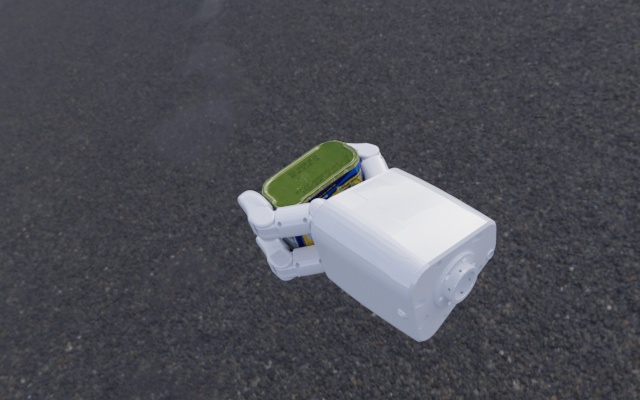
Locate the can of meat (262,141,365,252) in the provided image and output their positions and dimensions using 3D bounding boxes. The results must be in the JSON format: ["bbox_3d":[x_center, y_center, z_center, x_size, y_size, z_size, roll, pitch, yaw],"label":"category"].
[{"bbox_3d":[0.000,0.001,0.470,0.102,0.084,0.057,-37,46,-18],"label":"can of meat"}]
